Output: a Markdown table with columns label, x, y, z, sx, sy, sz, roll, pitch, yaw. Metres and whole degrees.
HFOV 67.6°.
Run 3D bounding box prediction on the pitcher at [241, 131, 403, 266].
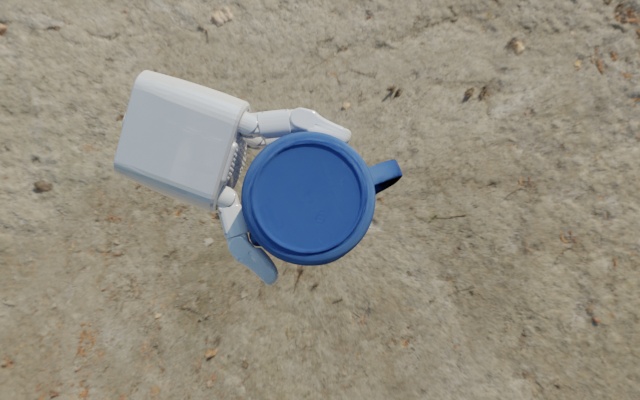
| label | x | y | z | sx | sy | sz | roll | pitch | yaw |
| --- | --- | --- | --- | --- | --- | --- | --- | --- | --- |
| pitcher | 0.000 | 0.002 | 0.491 | 0.145 | 0.149 | 0.243 | 22 | -4 | 1 |
